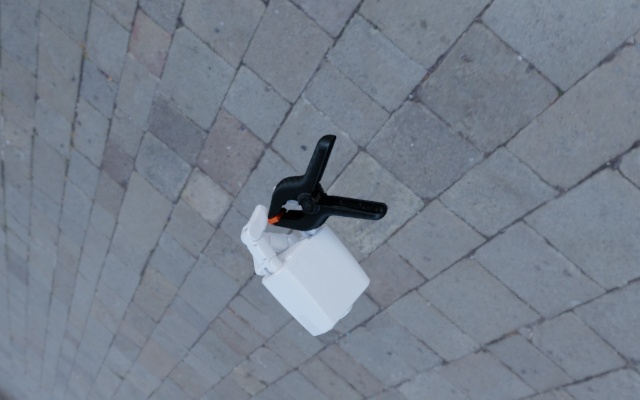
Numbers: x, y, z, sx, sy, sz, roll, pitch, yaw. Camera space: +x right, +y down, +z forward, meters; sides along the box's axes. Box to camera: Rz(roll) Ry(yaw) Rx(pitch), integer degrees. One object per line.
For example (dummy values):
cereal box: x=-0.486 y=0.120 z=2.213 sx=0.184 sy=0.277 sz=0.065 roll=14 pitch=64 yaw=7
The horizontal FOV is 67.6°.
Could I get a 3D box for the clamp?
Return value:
clamp: x=0.000 y=0.002 z=0.605 sx=0.171 sy=0.120 sz=0.039 roll=-36 pitch=5 yaw=45
